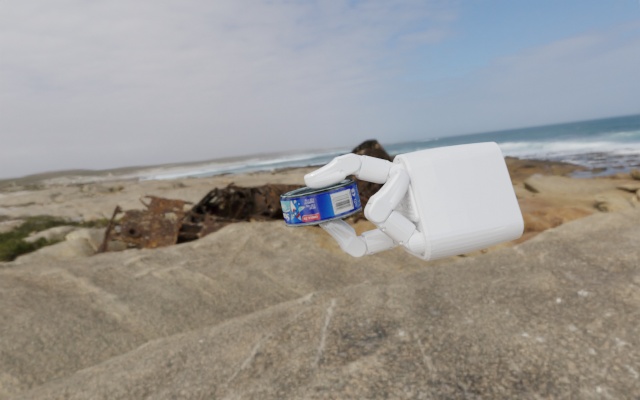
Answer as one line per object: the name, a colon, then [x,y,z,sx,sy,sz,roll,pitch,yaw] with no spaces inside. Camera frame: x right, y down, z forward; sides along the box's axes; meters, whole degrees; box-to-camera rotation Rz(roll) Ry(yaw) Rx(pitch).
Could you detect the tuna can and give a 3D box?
tuna can: [0.000,0.001,0.520,0.086,0.034,0.086,-12,7,2]
